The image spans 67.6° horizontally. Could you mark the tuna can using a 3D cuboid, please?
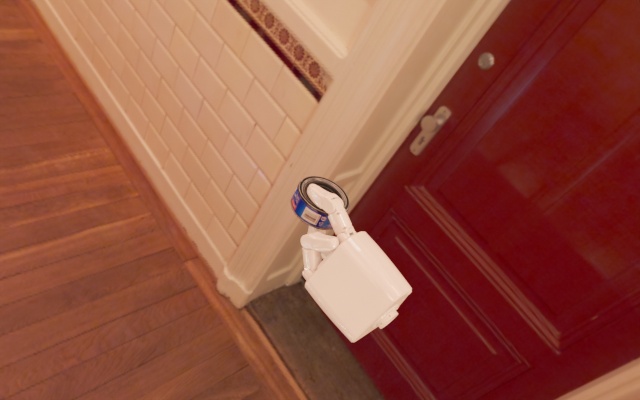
[{"bbox_3d":[0.000,0.002,0.724,0.086,0.034,0.086,17,38,-14],"label":"tuna can"}]
